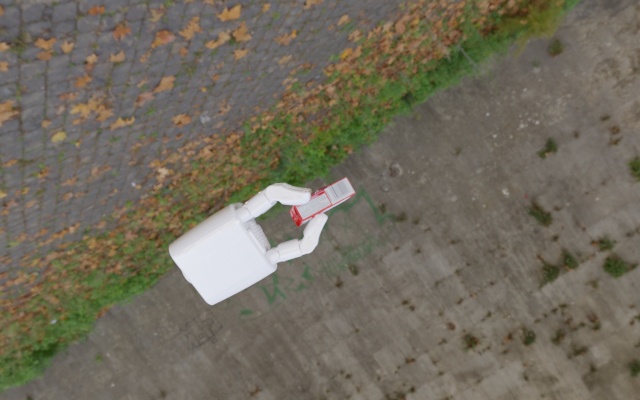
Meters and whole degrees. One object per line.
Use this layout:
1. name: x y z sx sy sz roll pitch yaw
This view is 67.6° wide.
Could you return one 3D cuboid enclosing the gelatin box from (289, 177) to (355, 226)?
1. gelatin box: 0.001 0.003 0.691 0.089 0.030 0.073 -28 -3 -10
